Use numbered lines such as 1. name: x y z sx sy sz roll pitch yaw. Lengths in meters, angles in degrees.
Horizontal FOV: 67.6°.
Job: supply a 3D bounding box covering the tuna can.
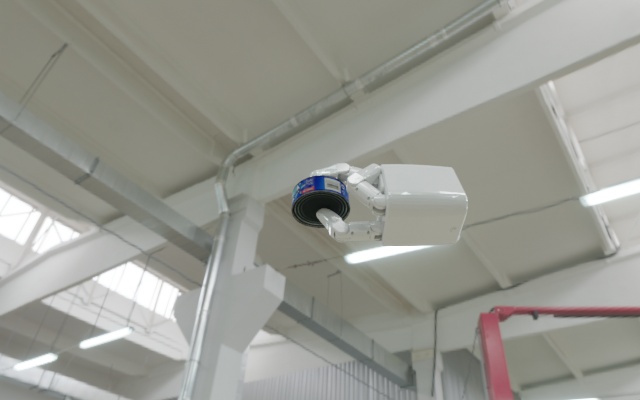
1. tuna can: 0.000 0.002 0.705 0.086 0.033 0.086 -1 -40 -1
